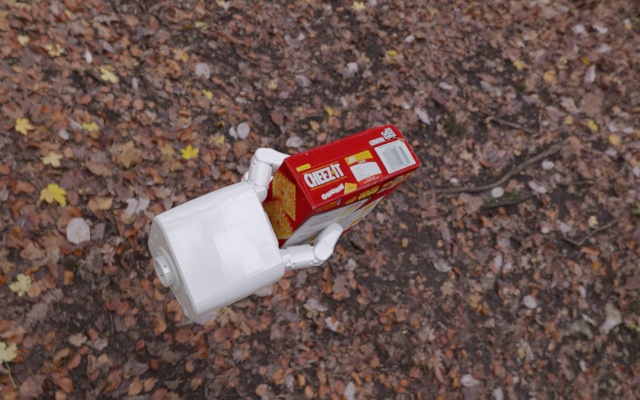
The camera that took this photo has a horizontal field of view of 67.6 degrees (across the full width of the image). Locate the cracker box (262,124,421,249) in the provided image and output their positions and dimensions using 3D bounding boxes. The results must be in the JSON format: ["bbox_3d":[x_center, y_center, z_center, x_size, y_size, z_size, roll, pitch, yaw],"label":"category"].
[{"bbox_3d":[0.000,0.002,0.606,0.164,0.072,0.214,-22,-15,-32],"label":"cracker box"}]
